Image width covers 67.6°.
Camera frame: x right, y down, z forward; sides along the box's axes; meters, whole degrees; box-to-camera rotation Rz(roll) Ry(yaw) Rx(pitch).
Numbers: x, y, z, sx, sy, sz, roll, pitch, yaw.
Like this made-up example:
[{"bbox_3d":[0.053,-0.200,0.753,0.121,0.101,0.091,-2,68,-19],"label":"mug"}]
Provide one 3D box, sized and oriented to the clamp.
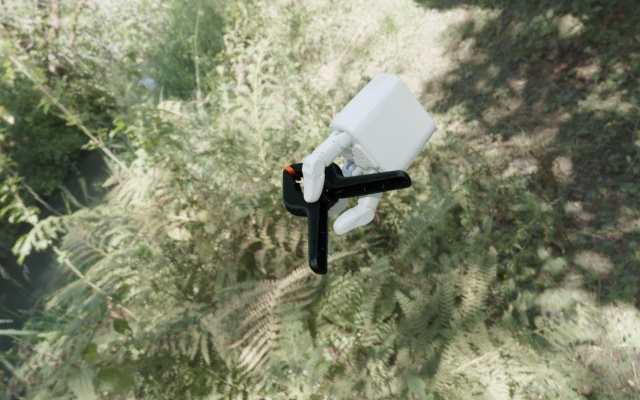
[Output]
[{"bbox_3d":[0.000,0.001,0.640,0.210,0.164,0.036,26,-20,50],"label":"clamp"}]
